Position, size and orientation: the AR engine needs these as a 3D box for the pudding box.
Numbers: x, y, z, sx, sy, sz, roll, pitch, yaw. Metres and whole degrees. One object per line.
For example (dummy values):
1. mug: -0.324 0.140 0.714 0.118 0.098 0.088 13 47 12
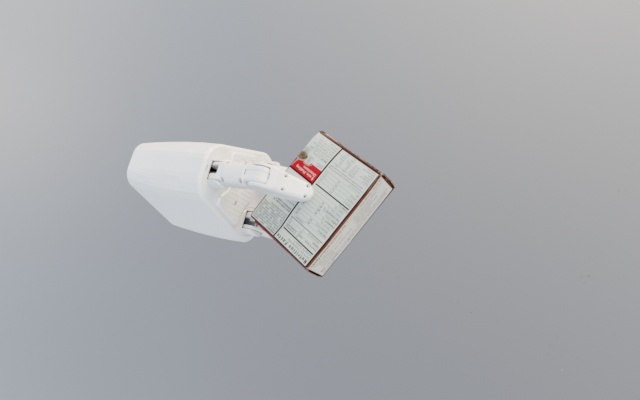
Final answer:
1. pudding box: 0.000 0.001 0.455 0.090 0.113 0.039 40 3 32
